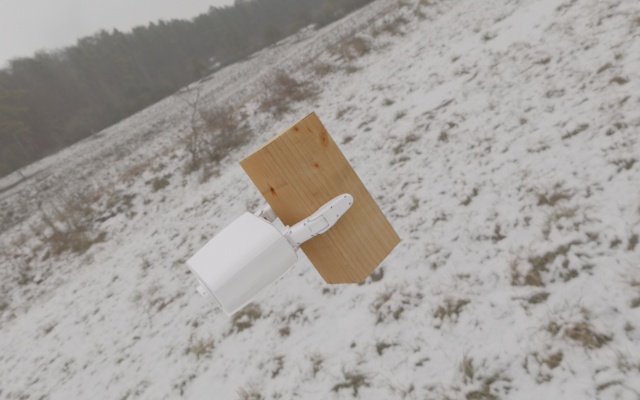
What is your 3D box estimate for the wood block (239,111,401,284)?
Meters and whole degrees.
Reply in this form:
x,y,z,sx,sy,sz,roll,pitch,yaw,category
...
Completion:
x,y,z,sx,sy,sz,roll,pitch,yaw,category
0.000,0.002,0.629,0.090,0.206,0.091,-41,13,-29,wood block
